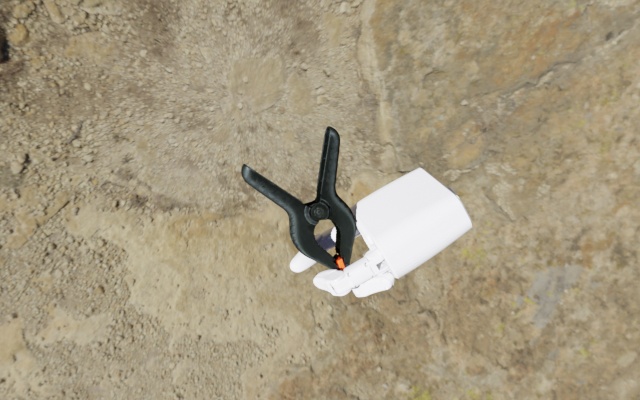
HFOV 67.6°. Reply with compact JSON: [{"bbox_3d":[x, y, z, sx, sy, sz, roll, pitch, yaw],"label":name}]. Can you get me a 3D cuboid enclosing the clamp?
[{"bbox_3d":[0.000,0.002,0.560,0.120,0.171,0.039,-32,15,-1],"label":"clamp"}]
